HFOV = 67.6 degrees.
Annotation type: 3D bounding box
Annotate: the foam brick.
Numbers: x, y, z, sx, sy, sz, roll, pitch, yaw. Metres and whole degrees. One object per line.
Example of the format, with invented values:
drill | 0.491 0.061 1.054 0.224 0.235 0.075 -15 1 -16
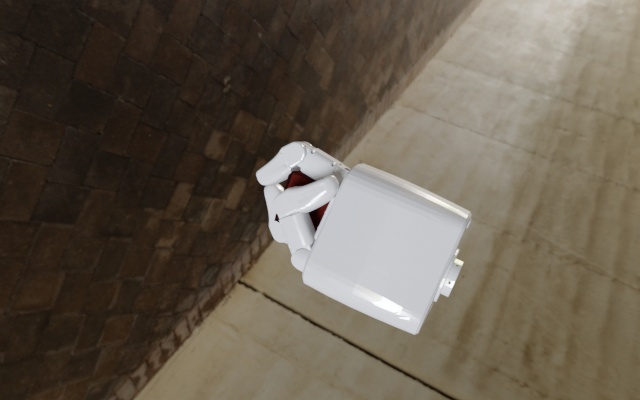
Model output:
foam brick | 0.000 0.001 0.467 0.051 0.053 0.078 24 16 18
